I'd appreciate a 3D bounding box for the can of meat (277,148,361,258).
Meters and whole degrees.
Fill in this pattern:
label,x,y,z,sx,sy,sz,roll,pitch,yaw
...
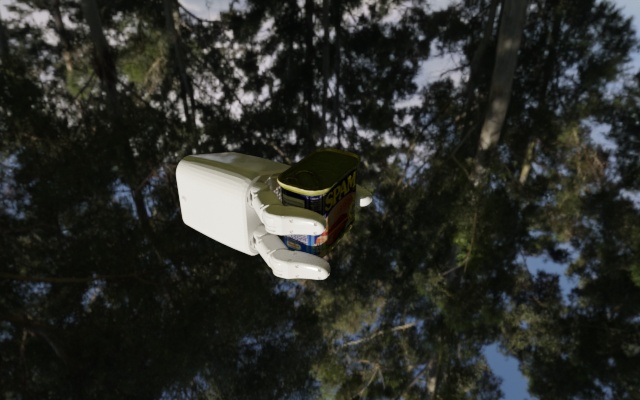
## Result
label,x,y,z,sx,sy,sz,roll,pitch,yaw
can of meat,0.000,0.002,0.515,0.057,0.084,0.102,16,33,25
